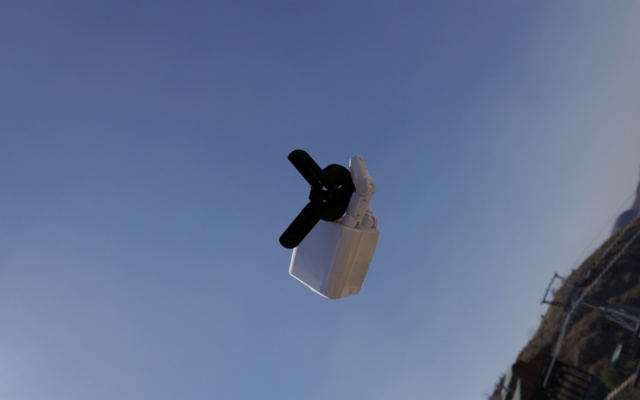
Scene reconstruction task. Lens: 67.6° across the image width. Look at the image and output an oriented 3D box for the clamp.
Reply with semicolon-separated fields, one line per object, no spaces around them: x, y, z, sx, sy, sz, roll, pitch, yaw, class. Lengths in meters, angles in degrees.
0.000;0.002;0.629;0.039;0.120;0.171;20;7;31;clamp
